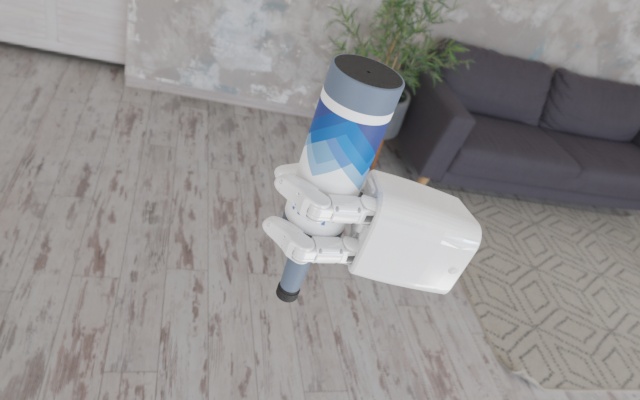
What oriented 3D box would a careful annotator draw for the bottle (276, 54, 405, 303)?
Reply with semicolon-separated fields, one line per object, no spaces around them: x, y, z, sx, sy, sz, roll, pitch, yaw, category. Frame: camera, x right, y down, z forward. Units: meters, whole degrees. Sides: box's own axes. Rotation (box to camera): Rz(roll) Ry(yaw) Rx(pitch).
0.000;0.001;0.493;0.069;0.296;0.069;13;37;-10;bottle
